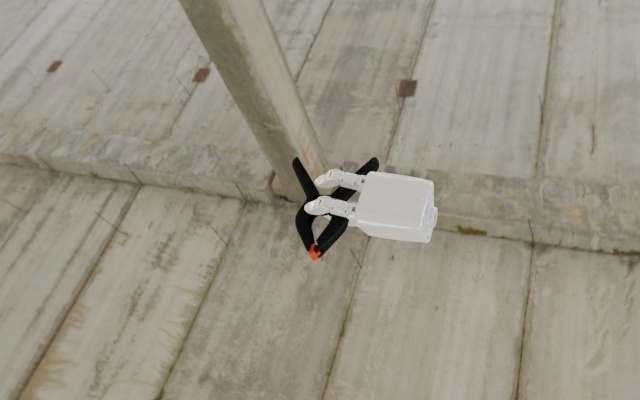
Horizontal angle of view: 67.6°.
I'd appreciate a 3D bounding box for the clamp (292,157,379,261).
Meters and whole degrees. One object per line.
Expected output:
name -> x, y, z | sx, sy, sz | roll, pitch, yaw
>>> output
clamp -> 0.000, 0.004, 0.837 | 0.164, 0.210, 0.036 | 8, -30, 23
